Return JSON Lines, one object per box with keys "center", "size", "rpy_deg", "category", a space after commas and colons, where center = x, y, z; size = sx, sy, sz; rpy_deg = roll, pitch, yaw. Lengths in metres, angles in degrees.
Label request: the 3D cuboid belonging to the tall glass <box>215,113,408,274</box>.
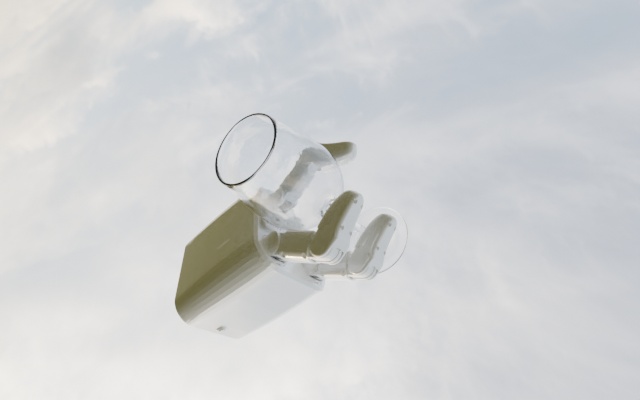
{"center": [0.001, 0.002, 0.425], "size": [0.079, 0.079, 0.201], "rpy_deg": [0, -24, 38], "category": "tall glass"}
